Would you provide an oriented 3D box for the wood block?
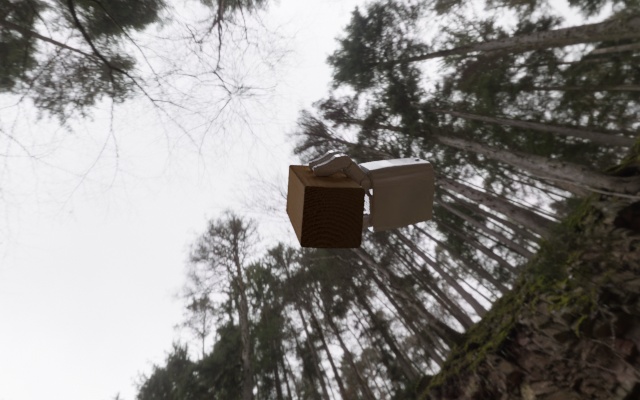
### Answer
[{"bbox_3d":[0.000,0.003,0.767,0.090,0.091,0.206,2,12,-10],"label":"wood block"}]
